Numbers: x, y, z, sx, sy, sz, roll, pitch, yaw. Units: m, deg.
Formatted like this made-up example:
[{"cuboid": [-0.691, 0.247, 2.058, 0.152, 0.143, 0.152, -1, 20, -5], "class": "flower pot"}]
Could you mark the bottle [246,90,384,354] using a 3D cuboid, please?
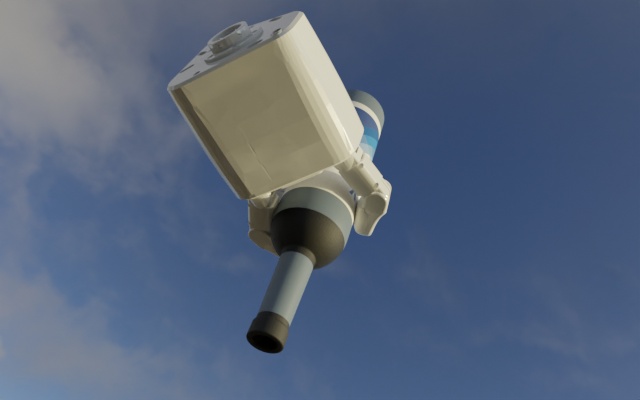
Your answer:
[{"cuboid": [0.000, 0.001, 0.431, 0.069, 0.069, 0.295, 0, 41, 20], "class": "bottle"}]
